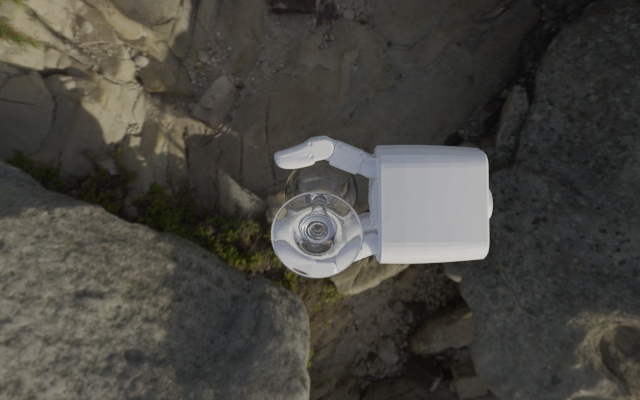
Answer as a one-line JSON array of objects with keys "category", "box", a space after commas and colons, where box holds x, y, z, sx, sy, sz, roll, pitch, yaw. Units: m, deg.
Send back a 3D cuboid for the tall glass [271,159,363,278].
[{"category": "tall glass", "box": [0.000, 0.002, 0.477, 0.079, 0.079, 0.201, 0, 16, 1]}]
